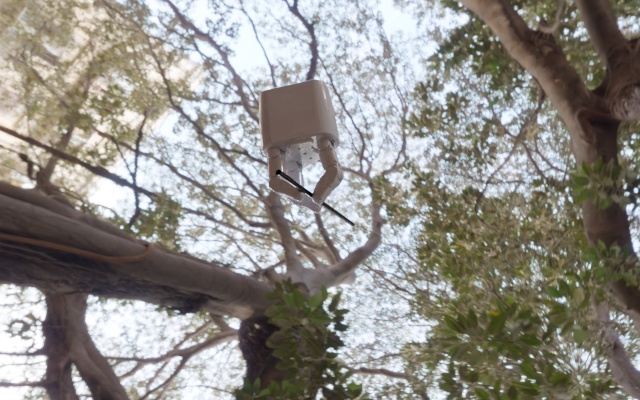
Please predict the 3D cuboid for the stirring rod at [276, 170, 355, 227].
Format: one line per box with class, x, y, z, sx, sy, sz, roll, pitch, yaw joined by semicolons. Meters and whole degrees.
stirring rod;0.000;0.002;0.713;0.011;0.011;0.240;0;-19;28
